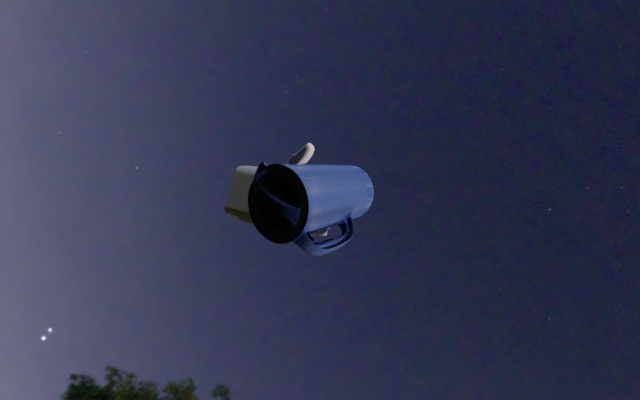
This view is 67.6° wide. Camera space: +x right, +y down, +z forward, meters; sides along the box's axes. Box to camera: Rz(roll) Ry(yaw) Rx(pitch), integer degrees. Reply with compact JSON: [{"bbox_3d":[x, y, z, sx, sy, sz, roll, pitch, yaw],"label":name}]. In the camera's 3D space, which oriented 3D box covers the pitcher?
[{"bbox_3d":[0.000,0.003,0.874,0.145,0.149,0.243,10,12,35],"label":"pitcher"}]
